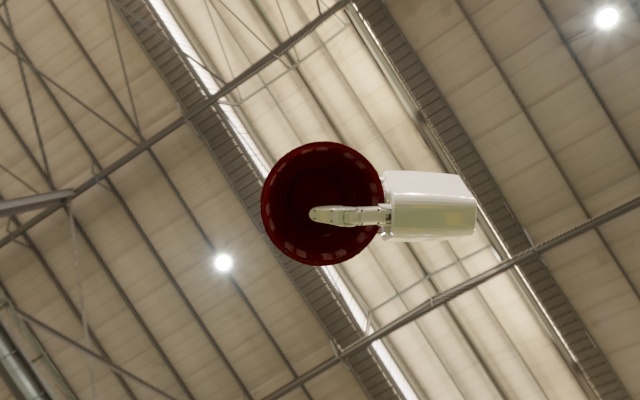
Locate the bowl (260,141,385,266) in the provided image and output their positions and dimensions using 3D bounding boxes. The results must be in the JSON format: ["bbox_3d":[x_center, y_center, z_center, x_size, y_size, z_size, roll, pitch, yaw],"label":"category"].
[{"bbox_3d":[-0.001,0.002,0.631,0.162,0.162,0.055,0,9,-10],"label":"bowl"}]
